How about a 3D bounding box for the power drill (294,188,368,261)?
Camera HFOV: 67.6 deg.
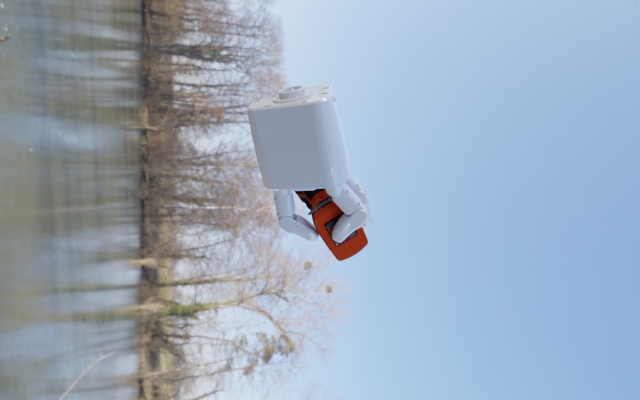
[{"bbox_3d":[0.000,0.002,0.712,0.057,0.185,0.187,-34,43,-2],"label":"power drill"}]
